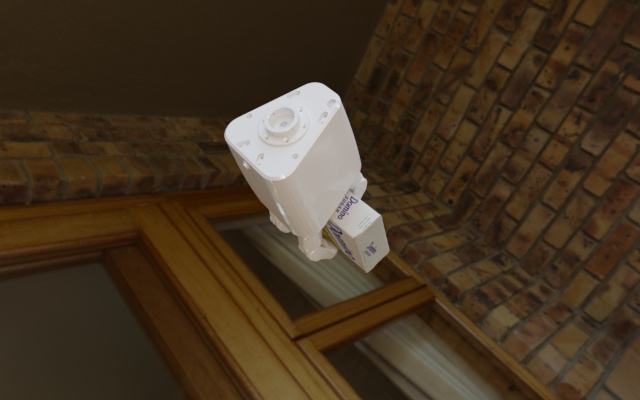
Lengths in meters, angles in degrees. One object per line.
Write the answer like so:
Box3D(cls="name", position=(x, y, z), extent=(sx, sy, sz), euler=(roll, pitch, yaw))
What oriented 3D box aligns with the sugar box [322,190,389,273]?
Box3D(cls="sugar box", position=(0.000, 0.002, 0.562), extent=(0.176, 0.048, 0.093), euler=(43, -13, 31))
